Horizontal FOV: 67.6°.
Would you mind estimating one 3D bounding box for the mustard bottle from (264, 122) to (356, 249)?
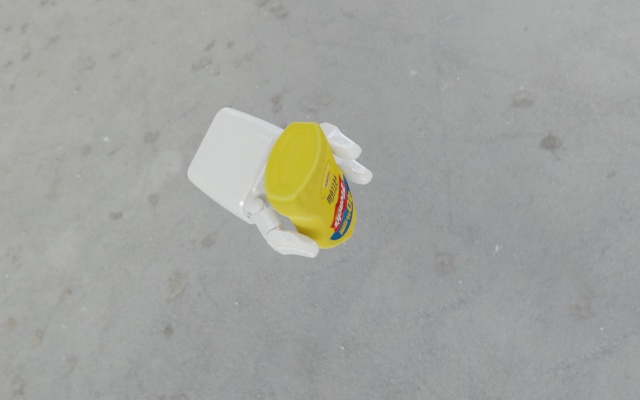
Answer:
[{"bbox_3d":[0.000,0.002,0.551,0.058,0.096,0.192,4,-26,22],"label":"mustard bottle"}]
